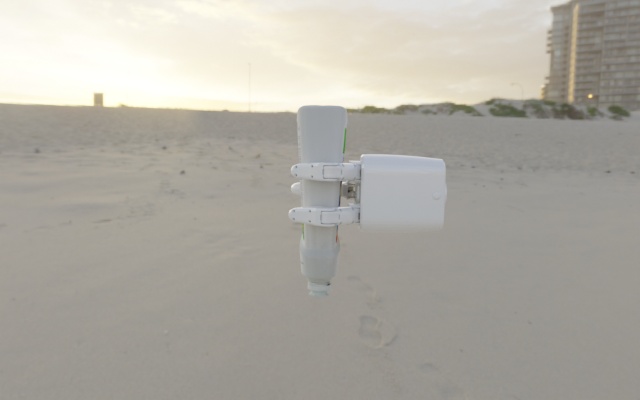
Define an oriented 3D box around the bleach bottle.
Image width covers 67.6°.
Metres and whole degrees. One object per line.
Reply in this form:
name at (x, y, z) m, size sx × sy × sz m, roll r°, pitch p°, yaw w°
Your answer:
bleach bottle at (0.000, 0.002, 0.648) m, size 0.068 × 0.251 × 0.102 m, roll 1°, pitch 5°, yaw 0°
